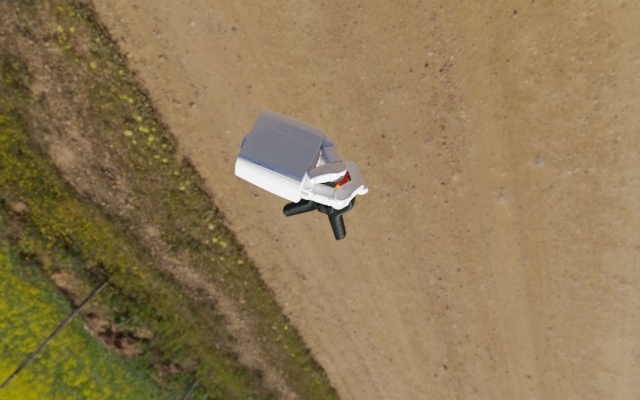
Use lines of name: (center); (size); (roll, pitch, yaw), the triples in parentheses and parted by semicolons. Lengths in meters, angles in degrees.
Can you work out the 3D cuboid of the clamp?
clamp: (0.000, 0.003, 0.797); (0.120, 0.039, 0.172); (16, -38, -1)
